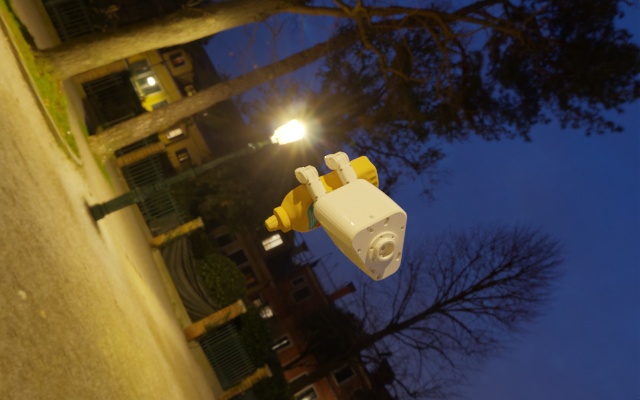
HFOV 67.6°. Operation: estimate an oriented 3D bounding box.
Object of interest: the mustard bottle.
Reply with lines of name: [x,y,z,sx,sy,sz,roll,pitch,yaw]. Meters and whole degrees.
mustard bottle: [0.000,0.002,0.775,0.191,0.058,0.096,-25,-32,-16]
